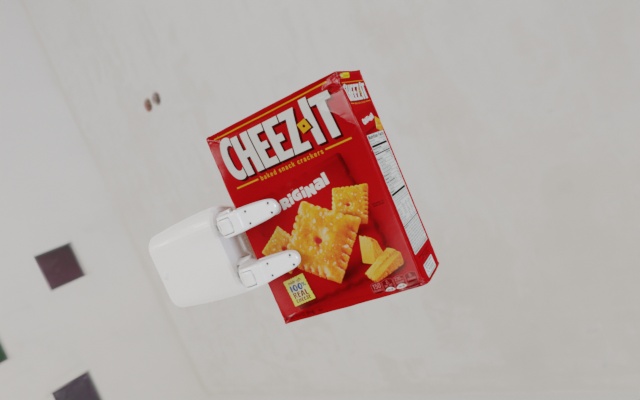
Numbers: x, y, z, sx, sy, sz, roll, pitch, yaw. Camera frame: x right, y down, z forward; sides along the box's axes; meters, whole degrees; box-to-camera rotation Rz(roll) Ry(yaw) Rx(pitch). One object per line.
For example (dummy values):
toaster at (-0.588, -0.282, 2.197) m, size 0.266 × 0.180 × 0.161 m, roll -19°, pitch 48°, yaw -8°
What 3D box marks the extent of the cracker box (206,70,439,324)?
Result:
cracker box at (0.000, 0.002, 0.484) m, size 0.164 × 0.214 × 0.072 m, roll -21°, pitch 5°, yaw 27°
